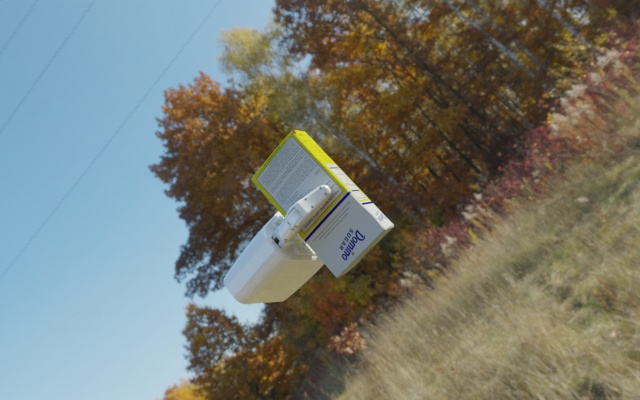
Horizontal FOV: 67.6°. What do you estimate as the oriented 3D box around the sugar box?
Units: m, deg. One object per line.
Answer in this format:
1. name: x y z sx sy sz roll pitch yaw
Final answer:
1. sugar box: 0.000 0.002 0.615 0.093 0.176 0.048 -47 -13 21
